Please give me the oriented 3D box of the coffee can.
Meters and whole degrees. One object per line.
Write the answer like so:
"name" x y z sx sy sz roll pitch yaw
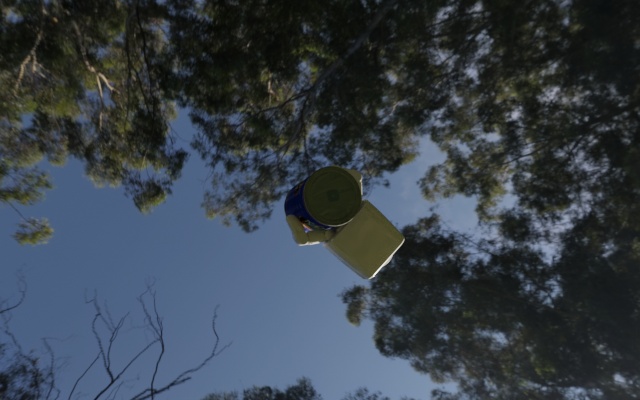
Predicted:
"coffee can" 0.000 0.003 0.869 0.103 0.103 0.140 0 -9 -18
